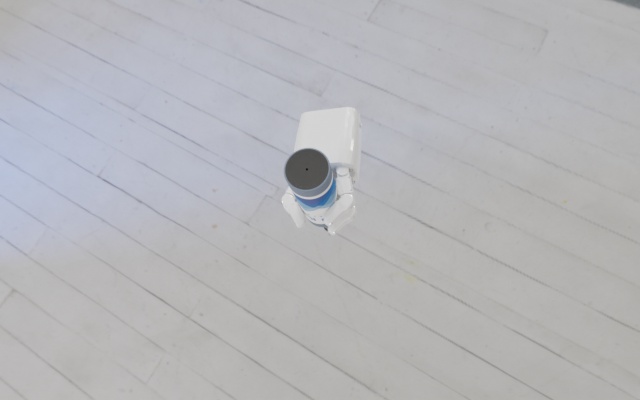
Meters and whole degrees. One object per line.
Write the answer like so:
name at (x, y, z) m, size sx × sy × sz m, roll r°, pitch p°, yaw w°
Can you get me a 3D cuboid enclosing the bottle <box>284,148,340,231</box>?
bottle at (0.000, 0.003, 0.804) m, size 0.069 × 0.069 × 0.296 m, roll 0°, pitch -18°, yaw 8°
